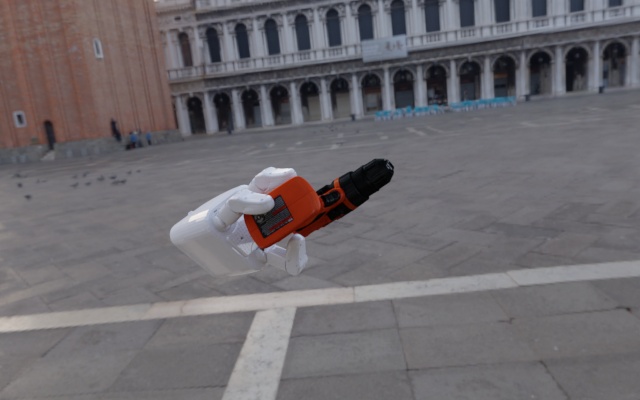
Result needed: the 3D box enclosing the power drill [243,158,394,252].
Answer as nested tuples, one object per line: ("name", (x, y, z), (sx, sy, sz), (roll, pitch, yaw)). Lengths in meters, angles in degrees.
("power drill", (0.000, 0.002, 0.640), (0.184, 0.057, 0.187), (-35, -12, 23))
